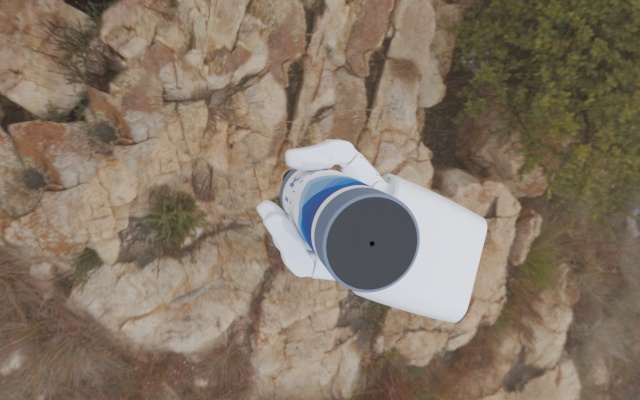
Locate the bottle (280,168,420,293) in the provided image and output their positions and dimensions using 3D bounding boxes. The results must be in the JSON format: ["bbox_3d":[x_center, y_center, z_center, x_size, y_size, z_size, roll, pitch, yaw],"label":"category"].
[{"bbox_3d":[0.000,0.001,0.447,0.069,0.069,0.295,0,10,-13],"label":"bottle"}]
